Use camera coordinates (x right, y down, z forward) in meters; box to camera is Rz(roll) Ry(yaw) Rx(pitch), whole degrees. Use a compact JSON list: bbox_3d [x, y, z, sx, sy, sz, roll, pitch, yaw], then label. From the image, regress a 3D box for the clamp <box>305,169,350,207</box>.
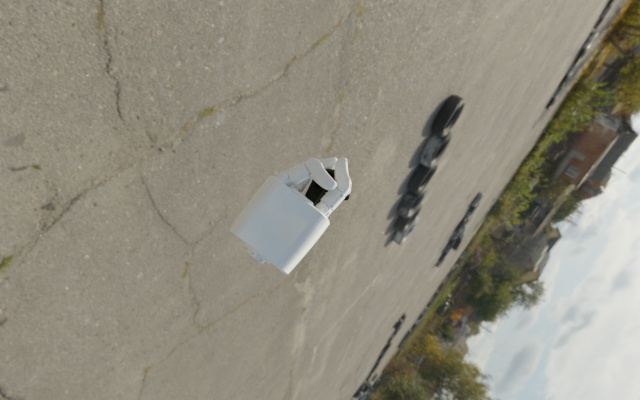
[{"bbox_3d":[0.001,0.003,0.817,0.039,0.120,0.171,35,-10,19],"label":"clamp"}]
